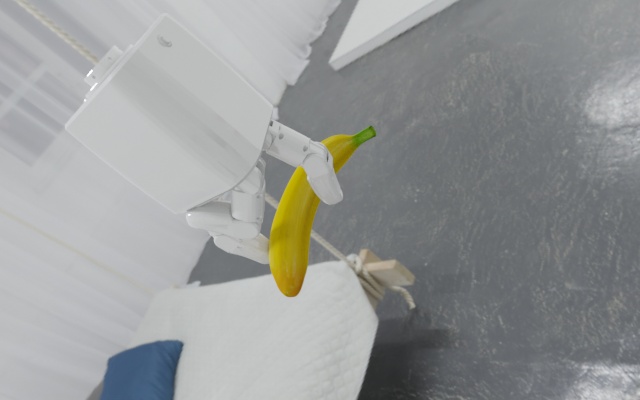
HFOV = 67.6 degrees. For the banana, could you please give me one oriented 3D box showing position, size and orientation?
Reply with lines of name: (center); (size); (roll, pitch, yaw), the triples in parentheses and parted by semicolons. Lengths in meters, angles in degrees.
banana: (-0.011, 0.001, 0.456); (0.037, 0.197, 0.069); (42, -32, -27)
